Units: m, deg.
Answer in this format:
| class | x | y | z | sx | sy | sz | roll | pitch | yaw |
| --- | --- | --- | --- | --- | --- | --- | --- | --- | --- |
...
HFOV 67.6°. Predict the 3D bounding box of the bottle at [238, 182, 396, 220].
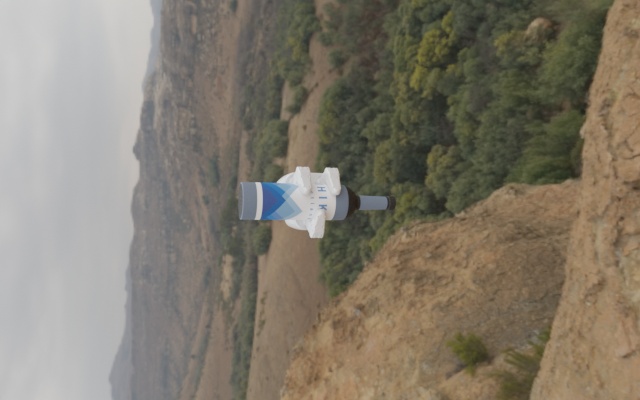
| class | x | y | z | sx | sy | sz | roll | pitch | yaw |
| --- | --- | --- | --- | --- | --- | --- | --- | --- | --- |
| bottle | 0.000 | 0.003 | 0.883 | 0.296 | 0.069 | 0.069 | 1 | 0 | -17 |
